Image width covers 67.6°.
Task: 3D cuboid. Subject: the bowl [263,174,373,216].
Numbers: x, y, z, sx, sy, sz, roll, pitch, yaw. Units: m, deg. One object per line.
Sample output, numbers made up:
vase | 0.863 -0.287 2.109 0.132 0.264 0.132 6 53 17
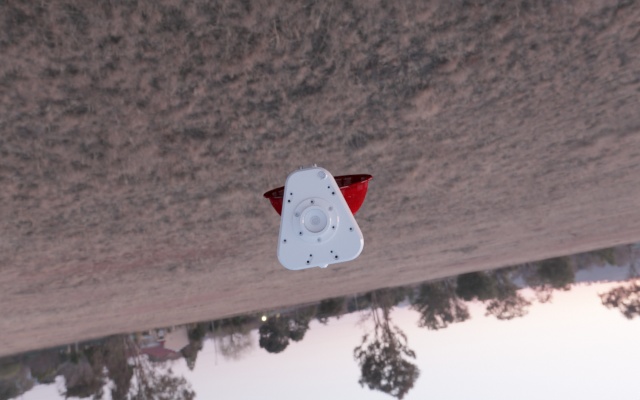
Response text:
bowl | 0.000 0.002 0.701 0.162 0.055 0.162 -10 9 2
